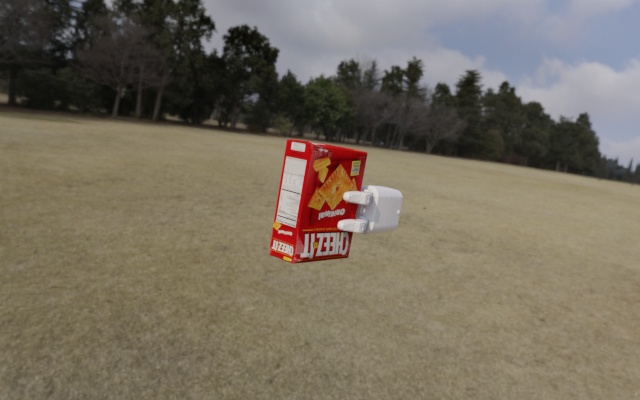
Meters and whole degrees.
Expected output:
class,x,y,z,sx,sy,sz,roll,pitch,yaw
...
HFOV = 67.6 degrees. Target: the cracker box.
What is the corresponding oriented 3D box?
class,x,y,z,sx,sy,sz,roll,pitch,yaw
cracker box,0.000,0.003,0.888,0.072,0.214,0.164,15,8,40
